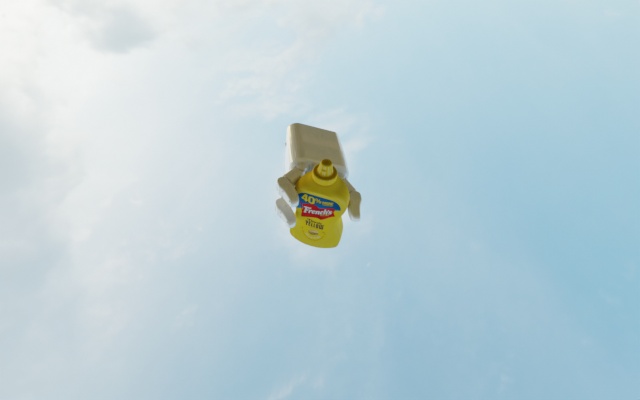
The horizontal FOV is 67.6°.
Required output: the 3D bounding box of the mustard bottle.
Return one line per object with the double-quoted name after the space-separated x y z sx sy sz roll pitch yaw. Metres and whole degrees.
0.000 0.003 0.824 0.096 0.058 0.192 17 -42 7 "mustard bottle"
